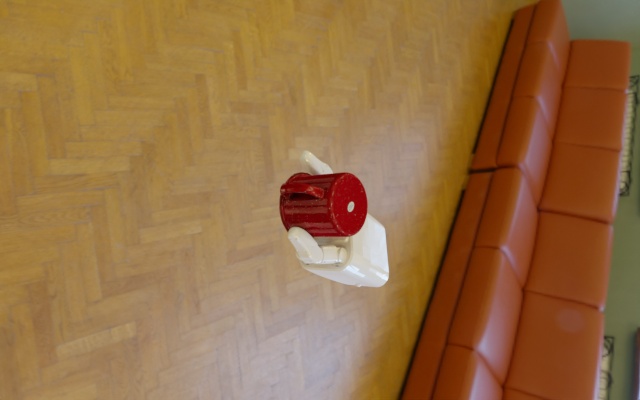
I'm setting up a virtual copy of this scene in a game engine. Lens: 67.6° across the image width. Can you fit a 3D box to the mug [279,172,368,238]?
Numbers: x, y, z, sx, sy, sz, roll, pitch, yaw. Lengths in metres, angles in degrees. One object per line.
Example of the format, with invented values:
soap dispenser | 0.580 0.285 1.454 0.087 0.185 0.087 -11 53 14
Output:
mug | -0.001 0.001 0.609 0.081 0.093 0.117 -3 -24 40
